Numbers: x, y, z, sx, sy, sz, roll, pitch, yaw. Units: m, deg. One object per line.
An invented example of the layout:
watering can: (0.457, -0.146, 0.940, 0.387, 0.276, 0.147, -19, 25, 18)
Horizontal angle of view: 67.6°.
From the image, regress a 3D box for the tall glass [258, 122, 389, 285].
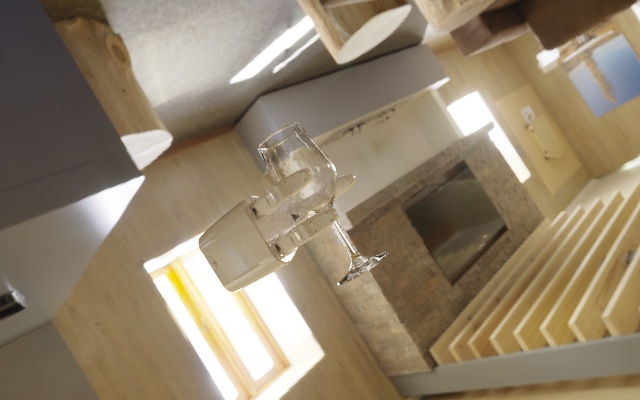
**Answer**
tall glass: (0.001, 0.002, 0.602, 0.079, 0.201, 0.079, -32, -2, -2)
